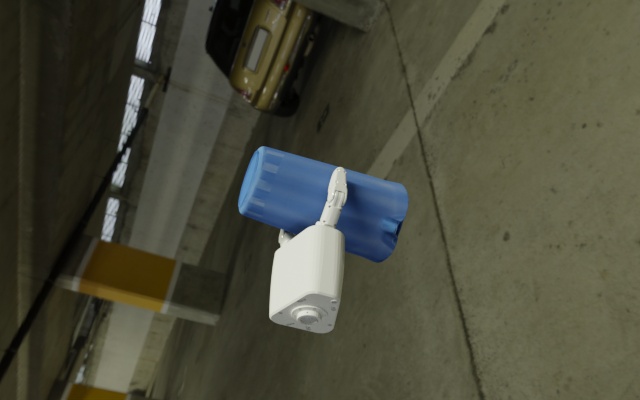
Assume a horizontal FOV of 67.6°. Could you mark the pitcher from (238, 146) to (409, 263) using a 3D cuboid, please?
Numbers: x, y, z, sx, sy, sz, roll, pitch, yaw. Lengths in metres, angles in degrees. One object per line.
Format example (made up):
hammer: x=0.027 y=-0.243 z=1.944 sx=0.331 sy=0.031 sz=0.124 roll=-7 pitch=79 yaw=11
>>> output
pitcher: x=0.000 y=0.003 z=0.751 sx=0.243 sy=0.145 sz=0.149 roll=18 pitch=-42 yaw=-16
